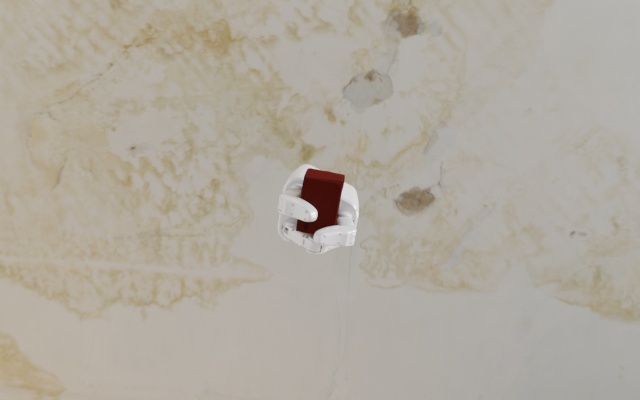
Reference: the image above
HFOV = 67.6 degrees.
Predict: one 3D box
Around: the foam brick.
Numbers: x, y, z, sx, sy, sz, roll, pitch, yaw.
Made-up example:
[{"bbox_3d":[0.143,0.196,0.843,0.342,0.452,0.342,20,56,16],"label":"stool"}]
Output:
[{"bbox_3d":[0.000,0.002,0.632,0.053,0.078,0.051,11,18,2],"label":"foam brick"}]
